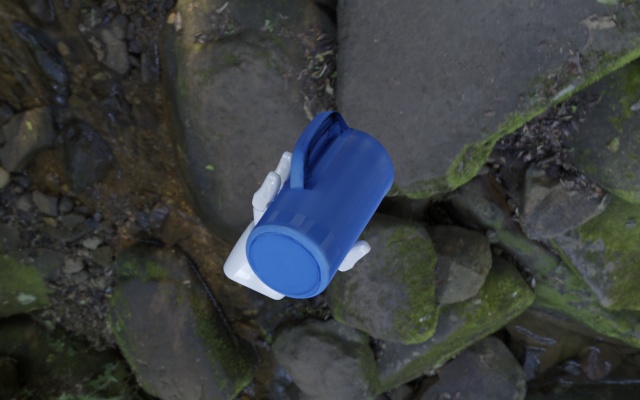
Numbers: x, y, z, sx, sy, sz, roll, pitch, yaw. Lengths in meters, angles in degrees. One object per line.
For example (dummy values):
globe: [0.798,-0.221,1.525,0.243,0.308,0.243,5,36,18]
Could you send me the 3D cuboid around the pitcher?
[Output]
pitcher: [0.000,0.002,0.627,0.145,0.149,0.242,-51,3,40]
